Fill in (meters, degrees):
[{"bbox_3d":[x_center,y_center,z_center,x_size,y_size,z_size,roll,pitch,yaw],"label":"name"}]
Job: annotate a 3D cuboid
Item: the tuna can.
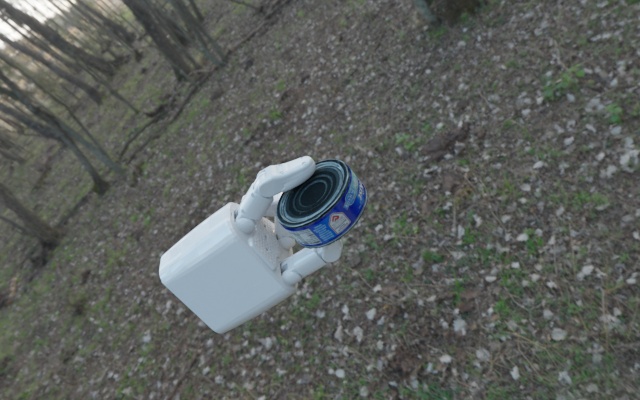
[{"bbox_3d":[0.000,0.001,0.456,0.086,0.086,0.034,0,-39,45],"label":"tuna can"}]
